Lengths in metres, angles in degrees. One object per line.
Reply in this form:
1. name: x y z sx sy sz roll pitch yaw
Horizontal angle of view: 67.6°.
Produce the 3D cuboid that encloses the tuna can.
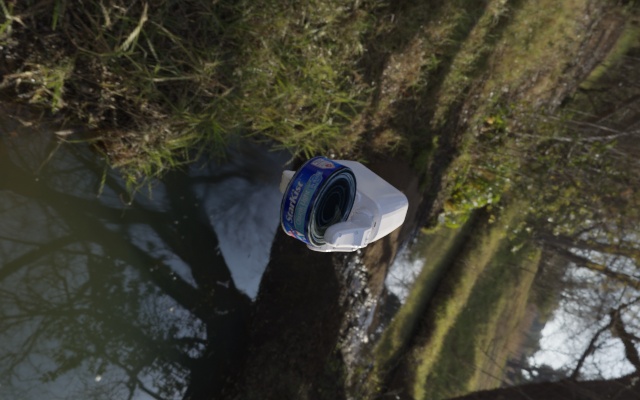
1. tuna can: 0.001 0.002 0.469 0.033 0.086 0.086 24 12 28
